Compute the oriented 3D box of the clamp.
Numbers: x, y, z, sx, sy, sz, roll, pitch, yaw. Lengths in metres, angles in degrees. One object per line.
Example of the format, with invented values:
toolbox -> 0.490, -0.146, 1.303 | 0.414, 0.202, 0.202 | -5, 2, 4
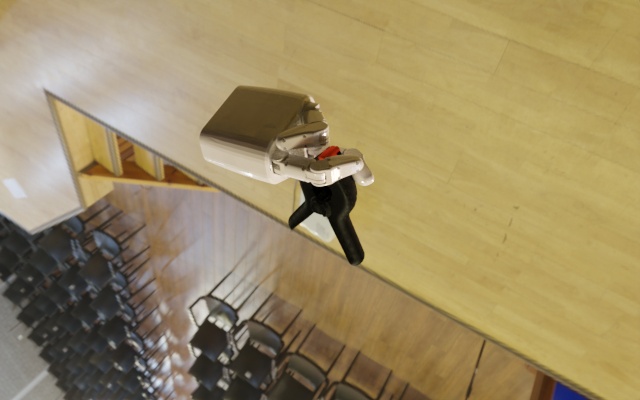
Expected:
clamp -> 0.000, 0.002, 0.604 | 0.120, 0.172, 0.039 | 17, 43, 26
